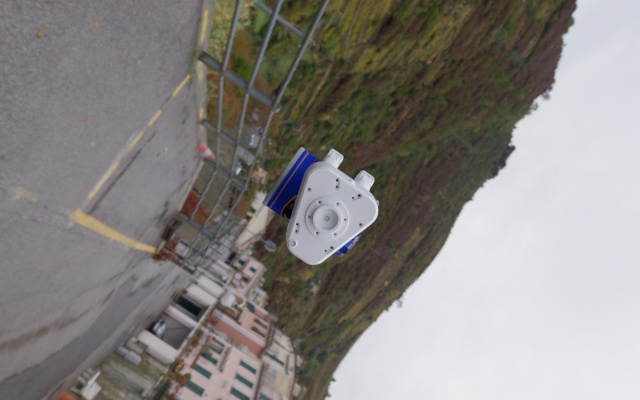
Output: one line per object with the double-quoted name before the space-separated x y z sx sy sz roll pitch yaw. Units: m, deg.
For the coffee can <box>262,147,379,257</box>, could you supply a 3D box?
"coffee can" 0.000 0.002 0.707 0.140 0.103 0.103 34 -2 -3
